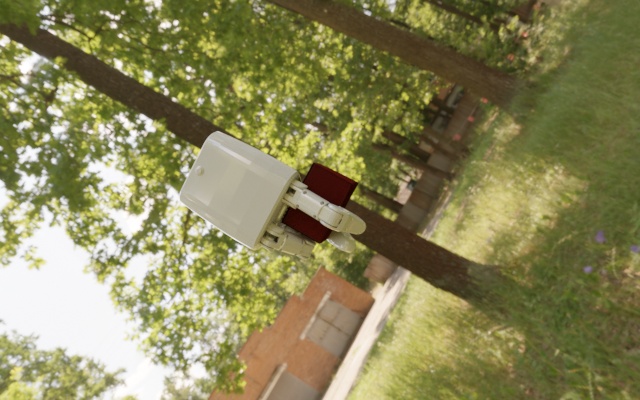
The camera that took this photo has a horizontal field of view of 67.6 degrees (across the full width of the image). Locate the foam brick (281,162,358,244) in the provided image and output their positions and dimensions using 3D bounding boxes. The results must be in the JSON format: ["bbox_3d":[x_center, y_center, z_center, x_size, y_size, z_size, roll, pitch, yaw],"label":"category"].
[{"bbox_3d":[0.000,0.002,0.543,0.051,0.078,0.053,30,7,9],"label":"foam brick"}]
